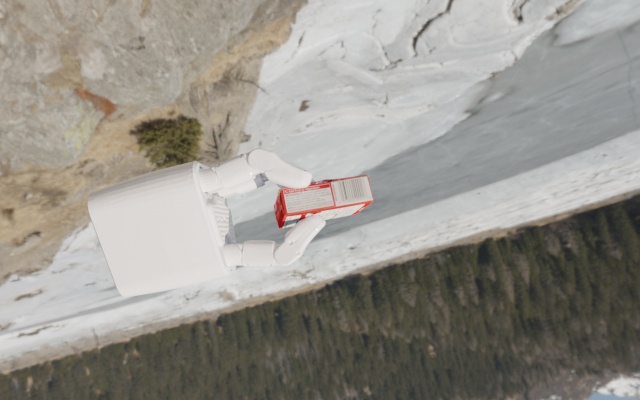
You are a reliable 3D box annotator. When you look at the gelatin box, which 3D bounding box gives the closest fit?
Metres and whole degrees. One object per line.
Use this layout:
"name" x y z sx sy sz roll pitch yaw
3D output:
"gelatin box" 0.001 0.002 0.478 0.089 0.030 0.073 -9 -10 -10
